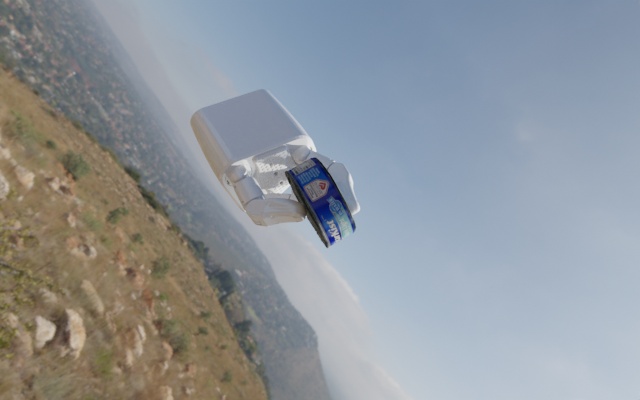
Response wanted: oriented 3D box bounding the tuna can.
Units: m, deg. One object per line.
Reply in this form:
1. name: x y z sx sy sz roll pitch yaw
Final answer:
1. tuna can: 0.001 0.001 0.467 0.034 0.086 0.086 -29 3 -6
